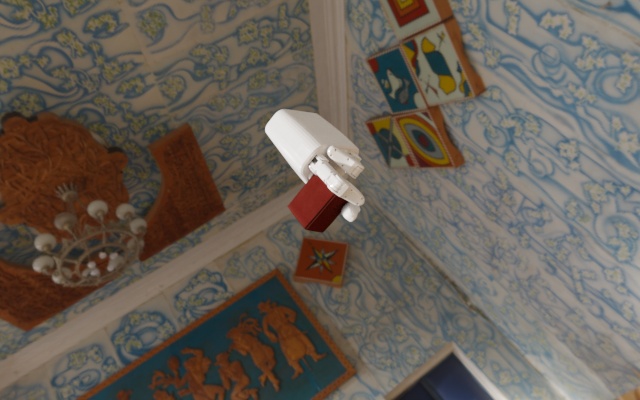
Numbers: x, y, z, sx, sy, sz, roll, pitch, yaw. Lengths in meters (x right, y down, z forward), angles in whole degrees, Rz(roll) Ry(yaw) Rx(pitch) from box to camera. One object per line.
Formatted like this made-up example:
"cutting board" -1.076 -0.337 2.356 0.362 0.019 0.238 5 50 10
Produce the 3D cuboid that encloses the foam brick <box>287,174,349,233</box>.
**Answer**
"foam brick" 0.000 0.003 0.720 0.051 0.078 0.053 47 14 28
